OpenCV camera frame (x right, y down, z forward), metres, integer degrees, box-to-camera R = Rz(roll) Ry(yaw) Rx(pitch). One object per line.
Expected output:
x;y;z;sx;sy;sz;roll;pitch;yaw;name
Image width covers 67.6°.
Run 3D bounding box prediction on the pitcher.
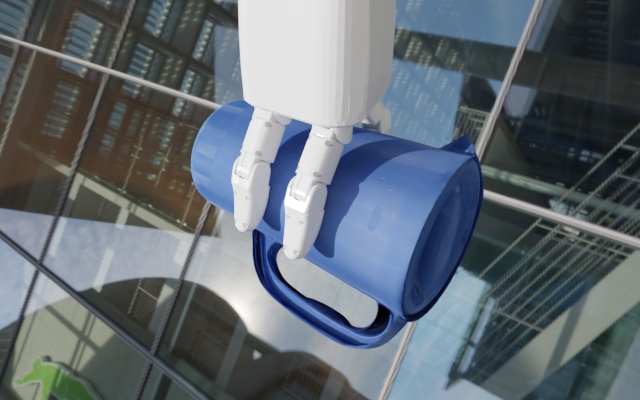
0.000;0.001;0.413;0.243;0.145;0.149;23;40;31;pitcher
